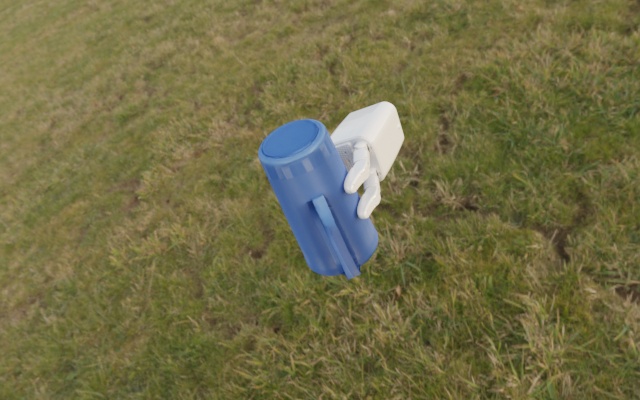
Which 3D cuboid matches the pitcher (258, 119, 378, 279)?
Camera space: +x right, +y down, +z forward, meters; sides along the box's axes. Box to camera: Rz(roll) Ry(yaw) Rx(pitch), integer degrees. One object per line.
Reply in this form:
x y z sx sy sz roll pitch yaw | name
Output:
0.000 0.002 0.753 0.149 0.243 0.145 8 48 36 | pitcher
